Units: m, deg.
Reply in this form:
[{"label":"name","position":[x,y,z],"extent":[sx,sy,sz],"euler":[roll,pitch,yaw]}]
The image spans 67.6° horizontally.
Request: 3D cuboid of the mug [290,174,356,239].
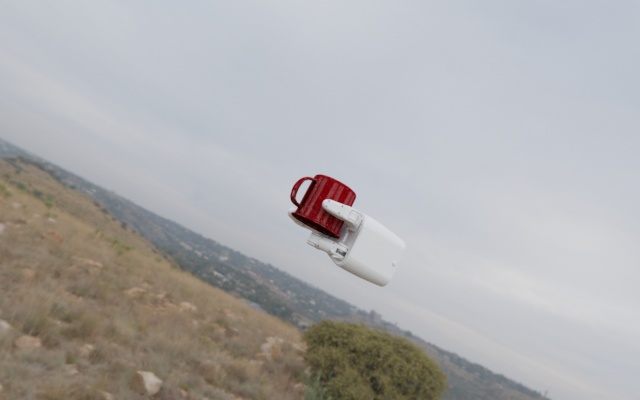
[{"label":"mug","position":[-0.001,0.002,0.807],"extent":[0.117,0.081,0.093],"euler":[33,-11,-28]}]
